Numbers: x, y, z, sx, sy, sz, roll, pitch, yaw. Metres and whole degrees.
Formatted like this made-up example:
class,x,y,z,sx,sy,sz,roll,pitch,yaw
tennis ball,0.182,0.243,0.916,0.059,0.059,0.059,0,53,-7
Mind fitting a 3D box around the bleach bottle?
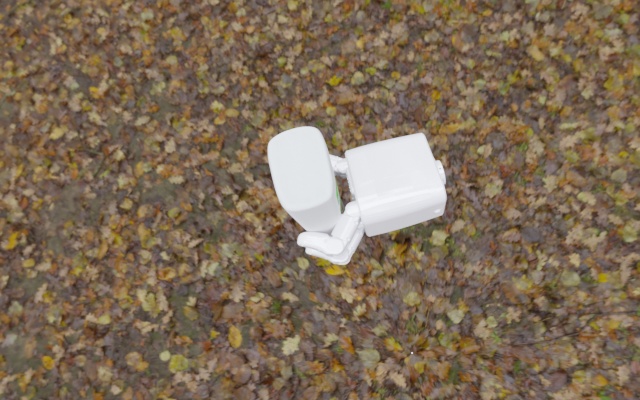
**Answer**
class,x,y,z,sx,sy,sz,roll,pitch,yaw
bleach bottle,0.000,0.002,0.638,0.068,0.102,0.251,-15,-20,6
